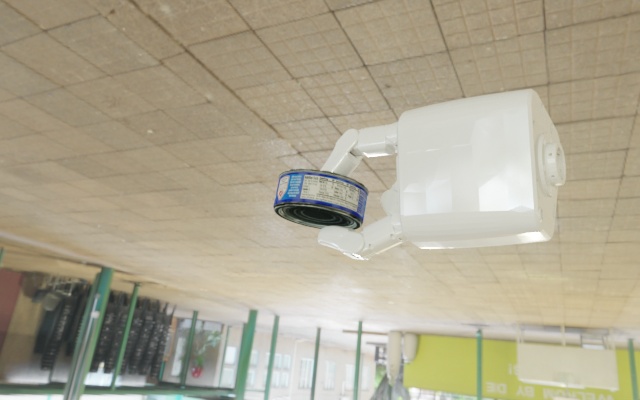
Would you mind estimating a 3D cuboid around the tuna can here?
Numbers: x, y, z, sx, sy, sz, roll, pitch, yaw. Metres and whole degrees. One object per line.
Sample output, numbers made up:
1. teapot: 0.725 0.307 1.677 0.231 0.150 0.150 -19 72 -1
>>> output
1. tuna can: 0.000 0.002 0.445 0.086 0.033 0.086 10 -16 3
